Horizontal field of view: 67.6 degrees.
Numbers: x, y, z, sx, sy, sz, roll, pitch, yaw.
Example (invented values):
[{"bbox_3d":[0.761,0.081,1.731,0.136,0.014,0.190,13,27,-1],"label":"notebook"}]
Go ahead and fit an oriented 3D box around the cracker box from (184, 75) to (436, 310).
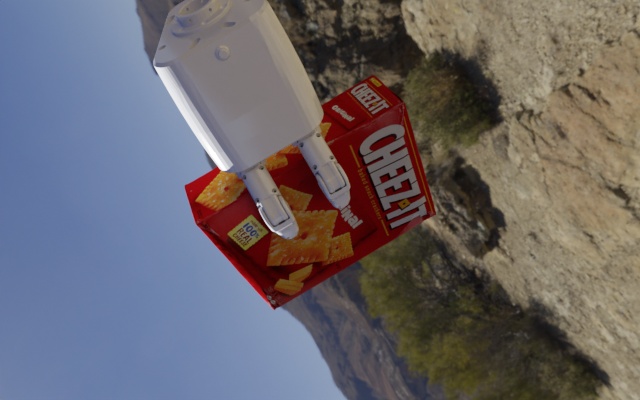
[{"bbox_3d":[0.000,0.002,0.488,0.213,0.164,0.072,-30,44,-2],"label":"cracker box"}]
